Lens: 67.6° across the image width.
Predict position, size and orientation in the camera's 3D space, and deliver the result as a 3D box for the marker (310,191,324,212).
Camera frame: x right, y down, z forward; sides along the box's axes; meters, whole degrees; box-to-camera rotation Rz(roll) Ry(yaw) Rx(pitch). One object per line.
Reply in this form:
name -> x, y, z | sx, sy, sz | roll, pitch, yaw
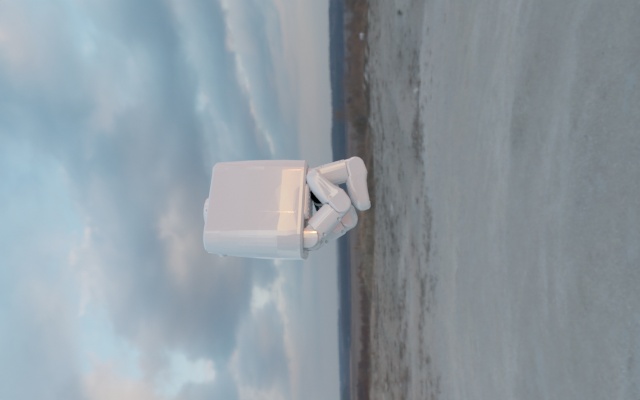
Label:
marker -> 0.000, 0.002, 0.591 | 0.020, 0.020, 0.121 | 0, -9, 3
